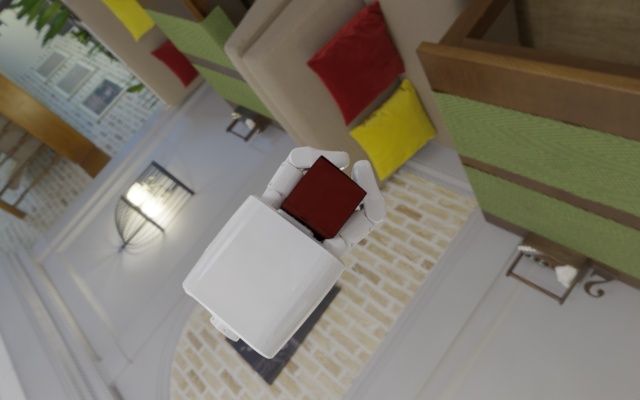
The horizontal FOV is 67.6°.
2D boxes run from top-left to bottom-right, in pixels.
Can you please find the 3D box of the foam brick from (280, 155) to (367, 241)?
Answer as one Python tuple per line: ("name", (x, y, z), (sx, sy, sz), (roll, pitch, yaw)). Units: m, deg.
("foam brick", (0.000, 0.001, 0.434), (0.053, 0.051, 0.078), (39, -11, -1))
